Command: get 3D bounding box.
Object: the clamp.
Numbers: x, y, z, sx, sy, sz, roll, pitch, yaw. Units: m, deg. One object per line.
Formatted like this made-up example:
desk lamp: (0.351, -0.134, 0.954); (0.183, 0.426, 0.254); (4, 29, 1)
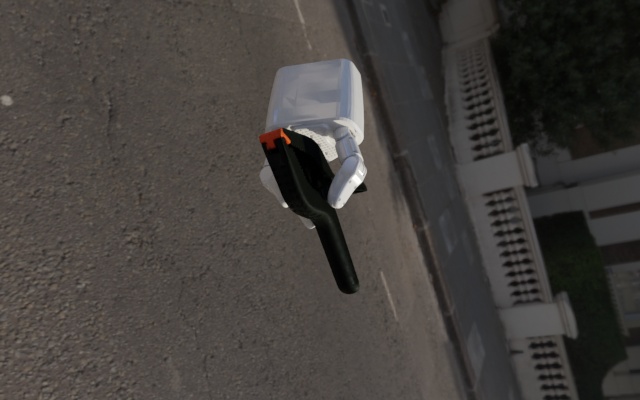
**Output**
clamp: (0.001, 0.001, 0.540); (0.036, 0.164, 0.210); (-15, -36, 26)
